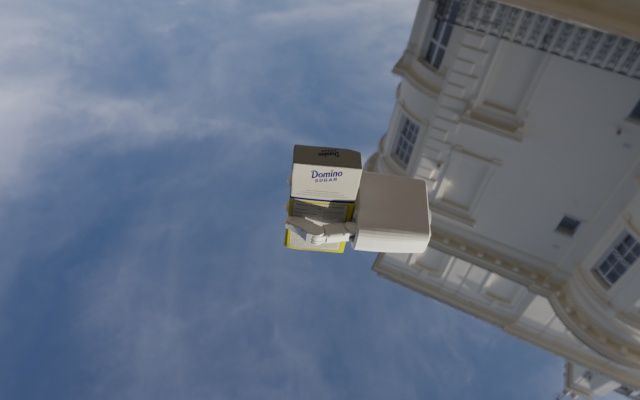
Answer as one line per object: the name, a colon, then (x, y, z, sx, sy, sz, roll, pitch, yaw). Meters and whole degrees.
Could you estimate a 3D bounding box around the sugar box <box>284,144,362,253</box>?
sugar box: (0.000, 0.002, 0.686, 0.093, 0.176, 0.048, 5, 43, -5)
